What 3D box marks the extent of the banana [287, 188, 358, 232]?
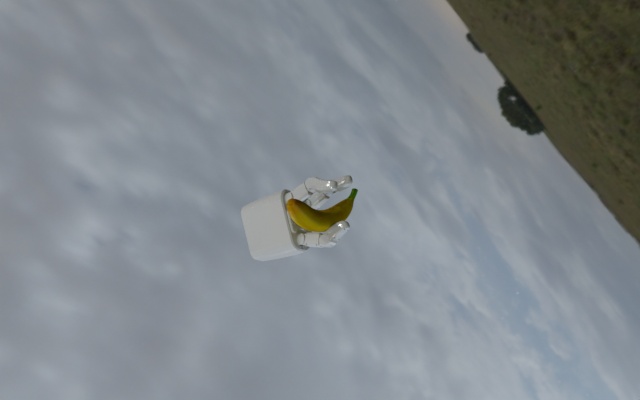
[{"bbox_3d":[0.002,0.021,0.816,0.037,0.069,0.198,5,9,33],"label":"banana"}]
